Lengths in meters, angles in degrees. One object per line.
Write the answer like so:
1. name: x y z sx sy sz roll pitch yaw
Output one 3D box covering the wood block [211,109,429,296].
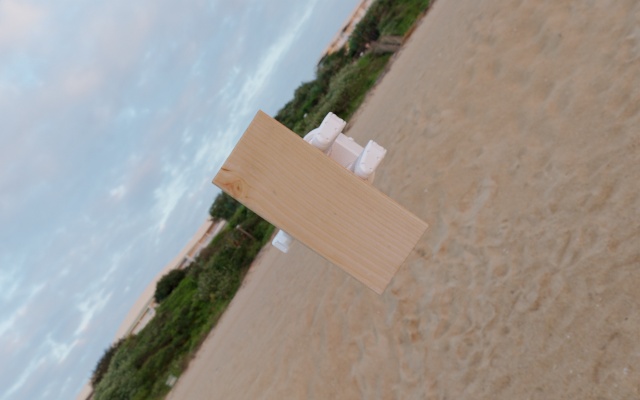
1. wood block: 0.000 0.002 0.520 0.206 0.091 0.090 34 2 -2
